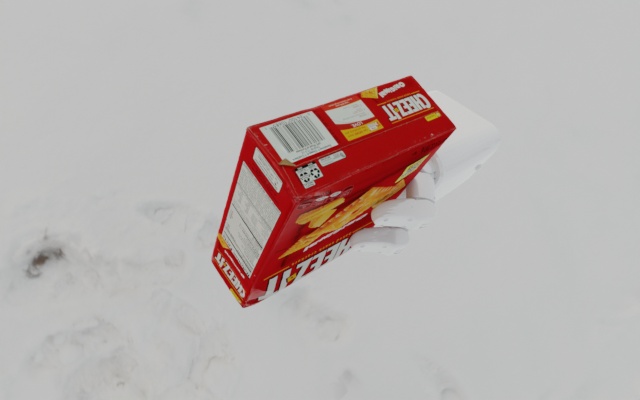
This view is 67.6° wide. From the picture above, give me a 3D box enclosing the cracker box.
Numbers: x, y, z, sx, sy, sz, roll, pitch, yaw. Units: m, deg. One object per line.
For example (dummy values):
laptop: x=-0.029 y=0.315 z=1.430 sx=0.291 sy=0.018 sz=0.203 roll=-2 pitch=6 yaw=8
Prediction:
cracker box: x=0.000 y=0.001 z=0.433 sx=0.164 sy=0.072 sz=0.214 roll=-25 pitch=-21 yaw=-31
